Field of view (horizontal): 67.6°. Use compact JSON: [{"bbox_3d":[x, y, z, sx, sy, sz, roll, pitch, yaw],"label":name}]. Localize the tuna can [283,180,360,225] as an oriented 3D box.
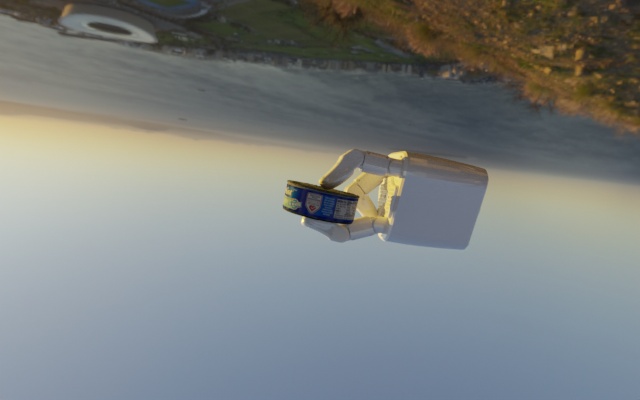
[{"bbox_3d":[0.000,0.002,0.552,0.086,0.034,0.086,12,5,-1],"label":"tuna can"}]
